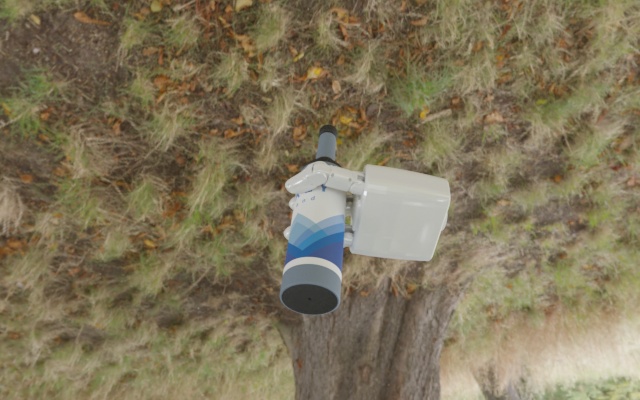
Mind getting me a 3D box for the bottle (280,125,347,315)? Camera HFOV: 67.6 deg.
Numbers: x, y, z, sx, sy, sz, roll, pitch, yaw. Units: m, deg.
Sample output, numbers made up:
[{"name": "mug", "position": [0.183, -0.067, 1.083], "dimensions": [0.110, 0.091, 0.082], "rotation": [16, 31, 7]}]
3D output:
[{"name": "bottle", "position": [0.000, 0.002, 0.621], "dimensions": [0.069, 0.295, 0.069], "rotation": [3, -43, 3]}]
